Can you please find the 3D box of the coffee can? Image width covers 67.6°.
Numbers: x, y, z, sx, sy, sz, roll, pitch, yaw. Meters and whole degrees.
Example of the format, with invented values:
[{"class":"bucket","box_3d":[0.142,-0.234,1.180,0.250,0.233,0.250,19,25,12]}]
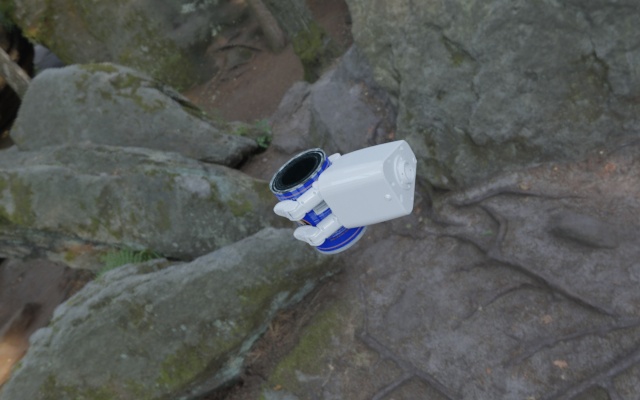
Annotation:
[{"class":"coffee can","box_3d":[0.000,0.003,0.767,0.103,0.140,0.102,-27,29,17]}]
